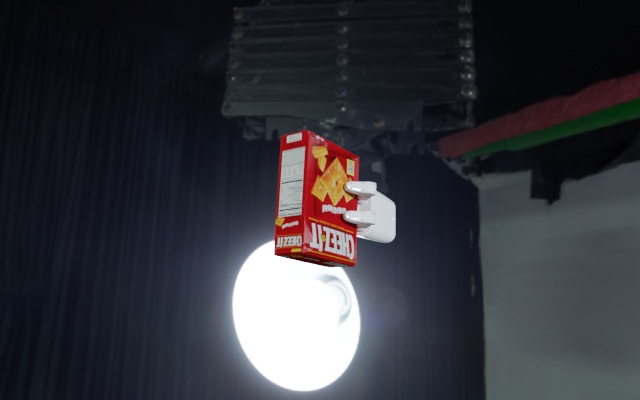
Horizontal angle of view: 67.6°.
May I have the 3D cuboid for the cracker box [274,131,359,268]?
[{"bbox_3d":[0.000,0.003,0.851,0.072,0.213,0.164,-9,-18,35],"label":"cracker box"}]
